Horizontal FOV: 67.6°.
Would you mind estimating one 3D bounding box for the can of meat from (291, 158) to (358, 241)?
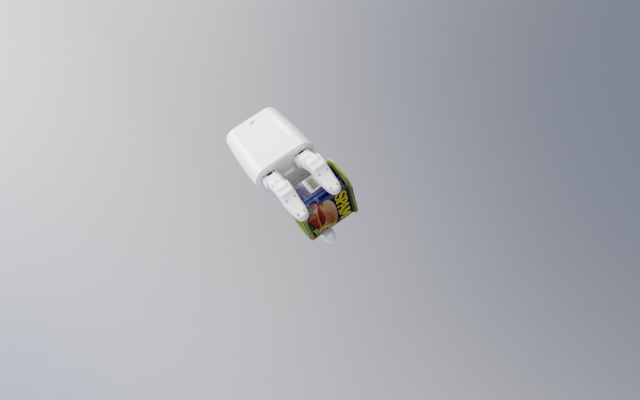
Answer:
[{"bbox_3d":[0.000,0.003,0.680,0.084,0.057,0.102,-35,-30,-9],"label":"can of meat"}]
